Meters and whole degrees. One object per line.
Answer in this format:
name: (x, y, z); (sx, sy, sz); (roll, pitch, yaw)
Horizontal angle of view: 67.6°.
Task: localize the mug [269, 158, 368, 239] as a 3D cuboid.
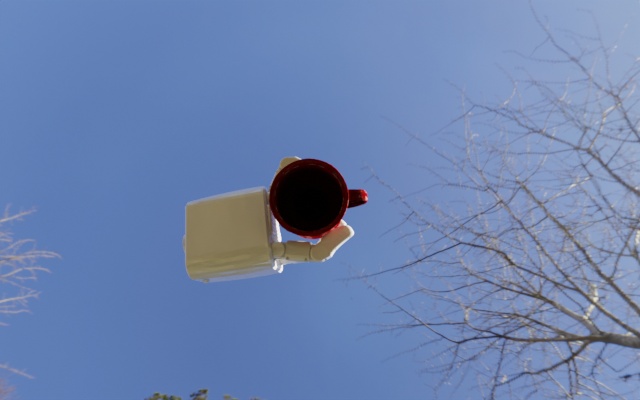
mug: (0.002, 0.002, 0.593); (0.117, 0.093, 0.081); (-9, -12, 1)
